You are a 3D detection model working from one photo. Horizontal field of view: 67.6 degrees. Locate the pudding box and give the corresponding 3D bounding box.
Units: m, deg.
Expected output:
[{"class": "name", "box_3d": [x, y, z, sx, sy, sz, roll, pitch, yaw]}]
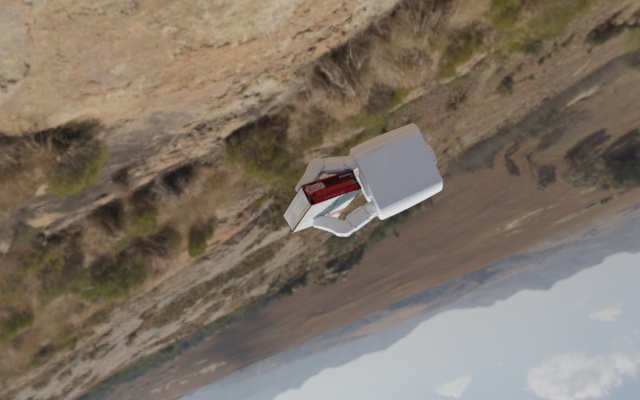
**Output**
[{"class": "pudding box", "box_3d": [0.000, 0.003, 0.729, 0.090, 0.039, 0.113, -18, -19, -26]}]
